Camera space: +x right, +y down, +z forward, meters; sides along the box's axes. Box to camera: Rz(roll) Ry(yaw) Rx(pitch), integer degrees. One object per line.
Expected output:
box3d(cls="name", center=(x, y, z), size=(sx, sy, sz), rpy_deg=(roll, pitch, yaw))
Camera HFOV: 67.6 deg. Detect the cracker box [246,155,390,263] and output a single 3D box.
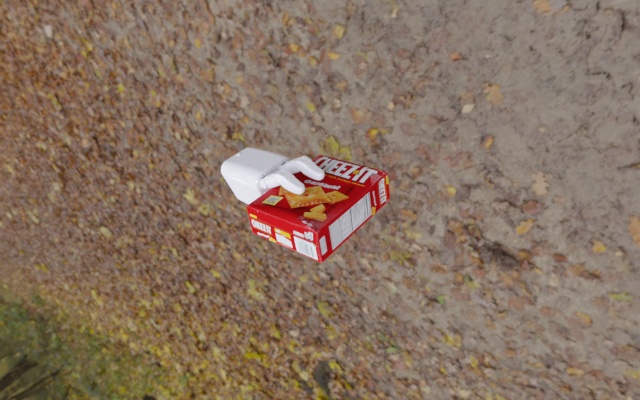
box3d(cls="cracker box", center=(0.000, 0.003, 0.866), size=(0.164, 0.072, 0.213), rpy_deg=(19, 42, 35))
